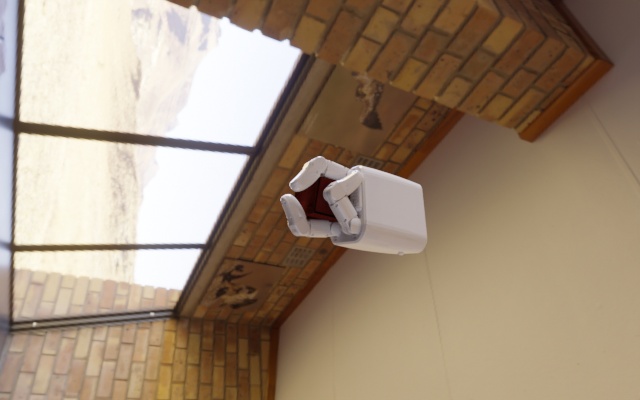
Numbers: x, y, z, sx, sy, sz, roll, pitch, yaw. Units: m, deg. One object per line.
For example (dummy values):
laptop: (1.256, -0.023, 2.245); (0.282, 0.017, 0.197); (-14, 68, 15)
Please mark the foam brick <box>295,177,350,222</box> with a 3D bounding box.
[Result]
foam brick: (0.000, 0.002, 0.670); (0.051, 0.053, 0.078); (13, -12, -24)
